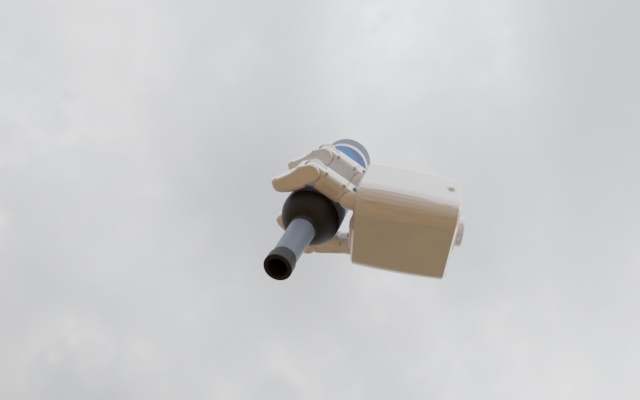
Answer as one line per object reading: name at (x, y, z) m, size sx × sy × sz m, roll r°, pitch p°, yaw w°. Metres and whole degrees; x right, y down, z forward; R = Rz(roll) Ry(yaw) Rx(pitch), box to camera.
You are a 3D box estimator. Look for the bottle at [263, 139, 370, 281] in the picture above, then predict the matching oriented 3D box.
bottle at (0.000, 0.002, 0.554) m, size 0.069 × 0.069 × 0.295 m, roll 0°, pitch 23°, yaw 17°
